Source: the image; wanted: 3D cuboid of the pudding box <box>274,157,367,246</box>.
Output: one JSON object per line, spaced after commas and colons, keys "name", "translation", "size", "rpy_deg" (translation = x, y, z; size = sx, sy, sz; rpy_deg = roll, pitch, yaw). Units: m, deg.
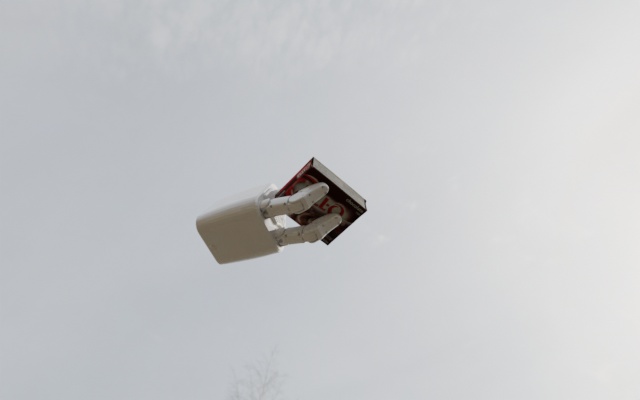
{"name": "pudding box", "translation": [0.000, 0.002, 0.720], "size": [0.113, 0.090, 0.039], "rpy_deg": [37, 28, -20]}
